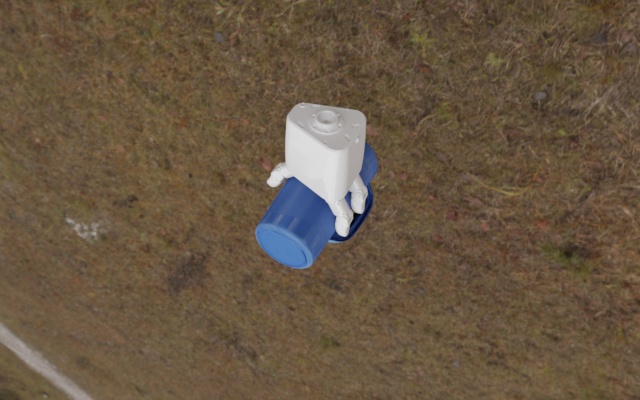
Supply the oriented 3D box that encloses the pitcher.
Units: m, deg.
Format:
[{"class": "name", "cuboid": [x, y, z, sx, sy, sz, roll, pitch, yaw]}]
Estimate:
[{"class": "pitcher", "cuboid": [0.000, 0.003, 0.830, 0.149, 0.242, 0.145, 25, -35, 13]}]
